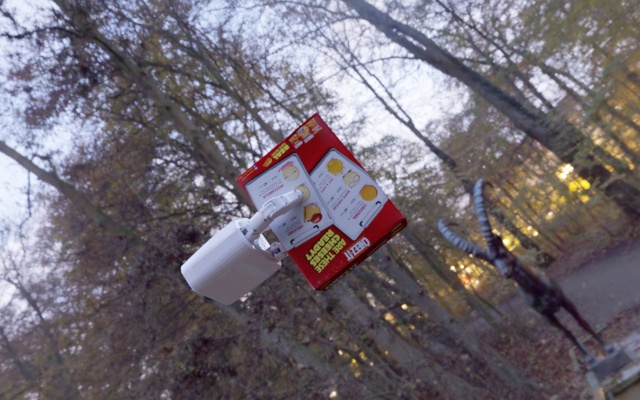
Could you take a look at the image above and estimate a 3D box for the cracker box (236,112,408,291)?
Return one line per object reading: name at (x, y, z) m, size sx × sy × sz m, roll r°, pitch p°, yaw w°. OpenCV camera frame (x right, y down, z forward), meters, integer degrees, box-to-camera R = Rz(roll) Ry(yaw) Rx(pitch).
cracker box at (0.000, 0.002, 0.717) m, size 0.164 × 0.213 × 0.072 m, roll -39°, pitch -19°, yaw 4°
